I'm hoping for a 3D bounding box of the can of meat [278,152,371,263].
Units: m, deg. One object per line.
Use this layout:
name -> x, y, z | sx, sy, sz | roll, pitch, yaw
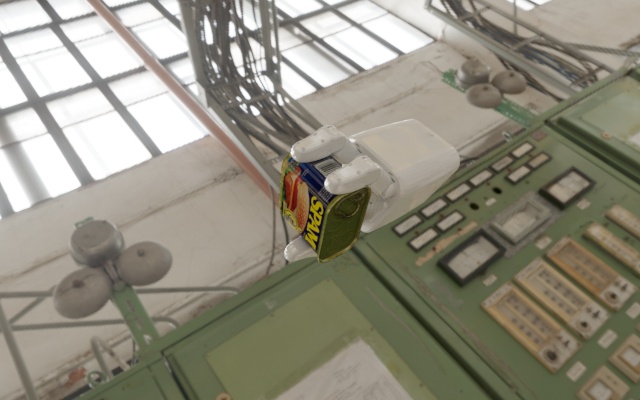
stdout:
can of meat -> 0.000, 0.002, 0.514 | 0.057, 0.102, 0.084 | -24, 54, -30
